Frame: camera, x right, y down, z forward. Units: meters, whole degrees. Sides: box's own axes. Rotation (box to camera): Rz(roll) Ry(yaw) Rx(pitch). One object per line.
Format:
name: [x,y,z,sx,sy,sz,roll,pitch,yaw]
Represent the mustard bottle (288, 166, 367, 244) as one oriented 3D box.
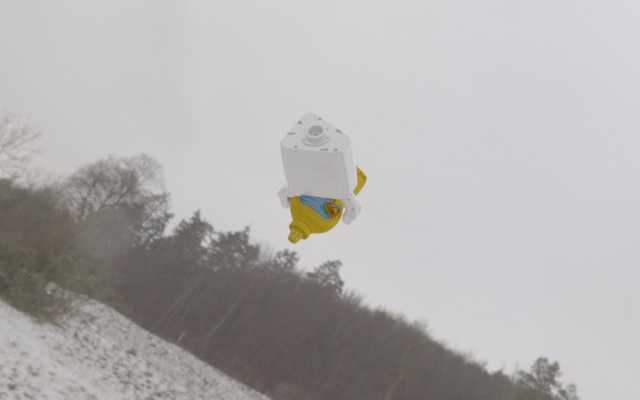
mustard bottle: [0.000,0.003,0.875,0.096,0.191,0.058,35,-29,4]
